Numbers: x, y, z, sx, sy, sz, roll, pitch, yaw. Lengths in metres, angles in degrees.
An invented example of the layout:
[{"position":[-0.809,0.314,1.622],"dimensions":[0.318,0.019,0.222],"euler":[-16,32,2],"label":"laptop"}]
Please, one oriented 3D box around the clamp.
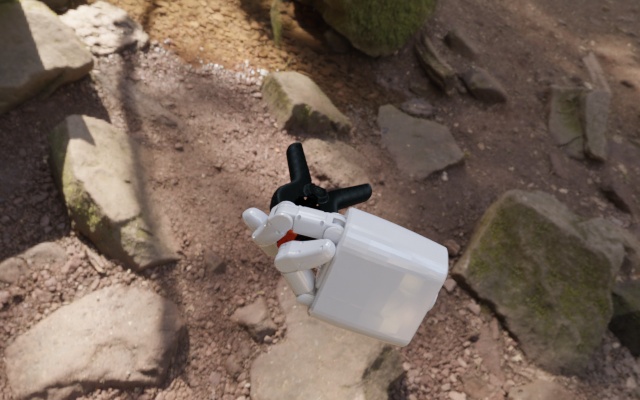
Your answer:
[{"position":[0.000,0.001,0.550],"dimensions":[0.120,0.039,0.171],"euler":[21,40,-4],"label":"clamp"}]
